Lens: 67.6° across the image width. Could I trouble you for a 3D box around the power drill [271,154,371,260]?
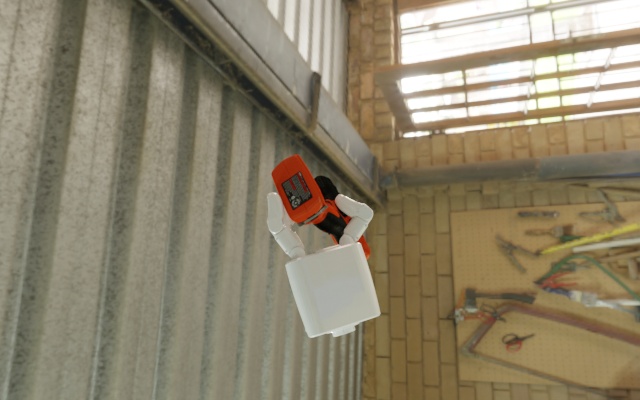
[{"bbox_3d":[0.000,0.003,0.755,0.057,0.184,0.188,-37,-35,11],"label":"power drill"}]
